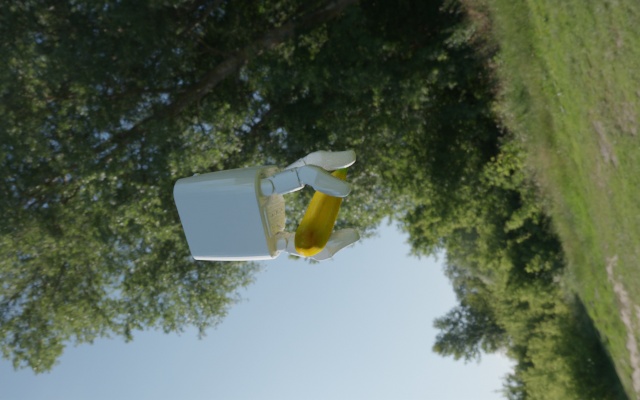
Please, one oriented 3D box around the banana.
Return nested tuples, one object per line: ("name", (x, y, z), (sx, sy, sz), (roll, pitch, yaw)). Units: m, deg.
("banana", (-0.001, 0.016, 0.559), (0.037, 0.070, 0.197), (12, 33, 7))
